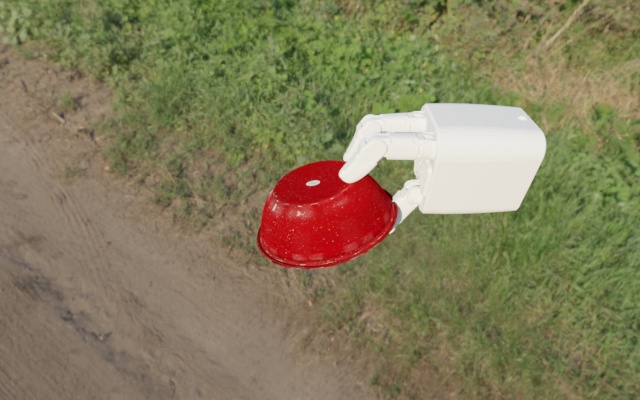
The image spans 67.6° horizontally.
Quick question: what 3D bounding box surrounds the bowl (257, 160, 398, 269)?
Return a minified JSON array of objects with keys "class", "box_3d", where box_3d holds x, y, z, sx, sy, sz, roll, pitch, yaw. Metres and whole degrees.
[{"class":"bowl","box_3d":[-0.001,0.002,0.521,0.162,0.055,0.162,-12,31,8]}]
